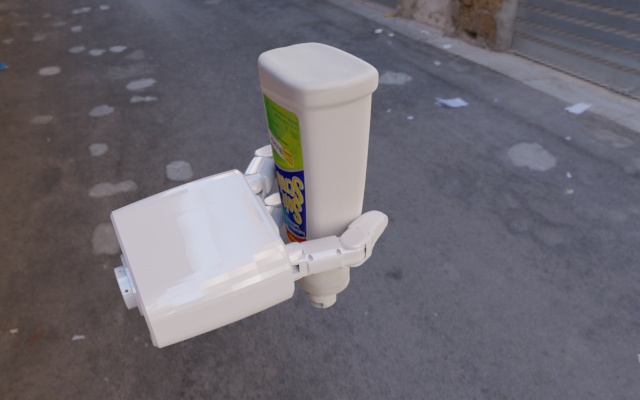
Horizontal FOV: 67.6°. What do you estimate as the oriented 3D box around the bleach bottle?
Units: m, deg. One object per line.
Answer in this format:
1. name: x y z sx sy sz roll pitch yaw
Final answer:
1. bleach bottle: 0.000 0.001 0.417 0.068 0.251 0.102 -19 37 -22
